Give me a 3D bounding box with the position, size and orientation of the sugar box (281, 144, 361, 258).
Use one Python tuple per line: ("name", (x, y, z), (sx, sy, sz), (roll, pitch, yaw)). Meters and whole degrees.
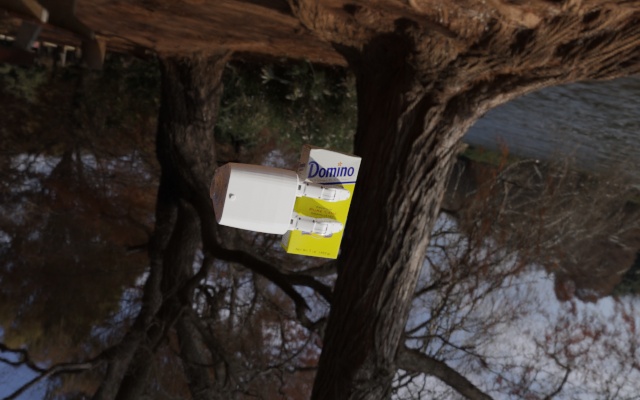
("sugar box", (0.000, 0.003, 0.790), (0.093, 0.176, 0.048), (9, 12, -22))
